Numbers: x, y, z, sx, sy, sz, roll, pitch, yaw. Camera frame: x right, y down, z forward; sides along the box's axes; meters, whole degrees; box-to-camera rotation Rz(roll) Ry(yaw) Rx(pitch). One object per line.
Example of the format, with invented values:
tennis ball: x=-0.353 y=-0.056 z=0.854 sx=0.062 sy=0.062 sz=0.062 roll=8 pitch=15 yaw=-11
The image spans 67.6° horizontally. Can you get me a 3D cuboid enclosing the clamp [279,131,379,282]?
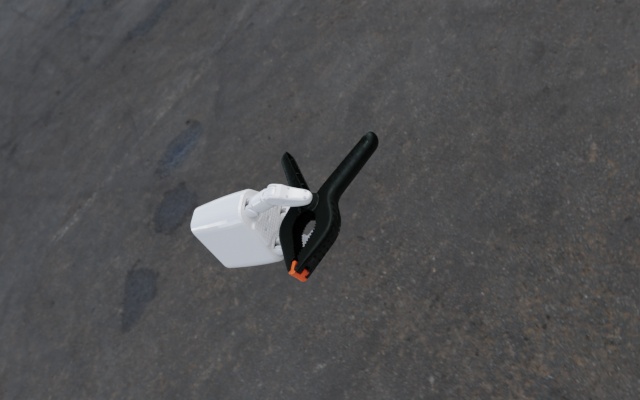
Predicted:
clamp: x=-0.001 y=0.002 z=0.634 sx=0.164 sy=0.209 sz=0.036 roll=-16 pitch=-37 yaw=34
